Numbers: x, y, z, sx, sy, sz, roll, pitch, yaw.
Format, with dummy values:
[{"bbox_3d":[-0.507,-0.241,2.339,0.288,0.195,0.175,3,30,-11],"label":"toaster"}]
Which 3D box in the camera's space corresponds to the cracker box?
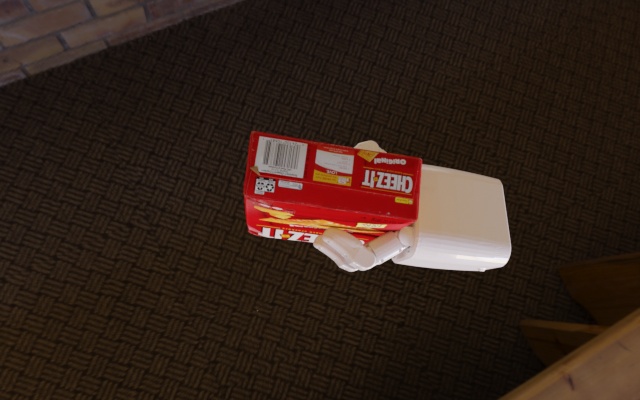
[{"bbox_3d":[0.000,0.002,0.535,0.164,0.072,0.214,8,-14,-6],"label":"cracker box"}]
